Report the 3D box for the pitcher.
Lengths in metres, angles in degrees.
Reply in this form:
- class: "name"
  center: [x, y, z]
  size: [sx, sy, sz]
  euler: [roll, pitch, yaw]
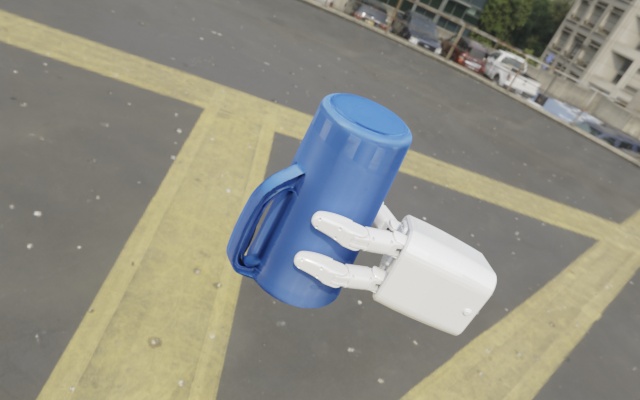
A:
- class: "pitcher"
  center: [0.000, 0.002, 0.564]
  size: [0.145, 0.243, 0.149]
  euler: [27, 30, 4]
